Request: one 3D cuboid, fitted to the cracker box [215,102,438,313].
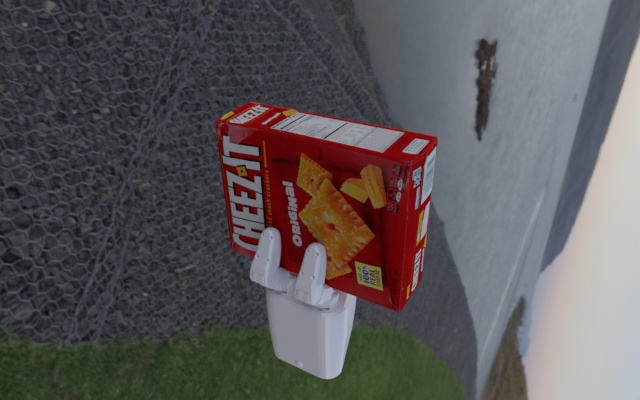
[{"bbox_3d":[0.000,0.002,0.489,0.213,0.164,0.072,15,33,26],"label":"cracker box"}]
